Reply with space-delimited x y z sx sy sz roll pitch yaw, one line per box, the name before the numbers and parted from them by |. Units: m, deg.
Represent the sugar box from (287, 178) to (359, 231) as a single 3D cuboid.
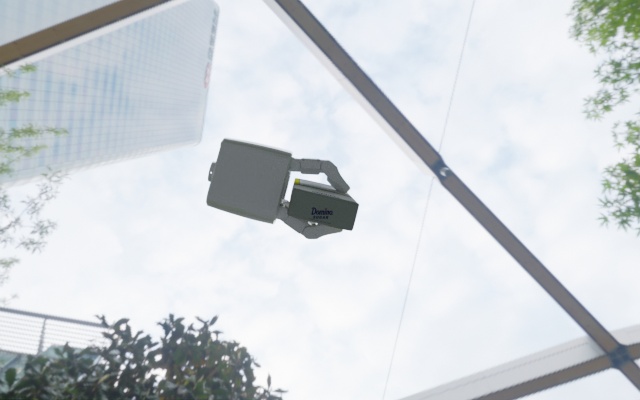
sugar box | 0.000 0.003 0.716 0.093 0.048 0.176 14 8 -3
